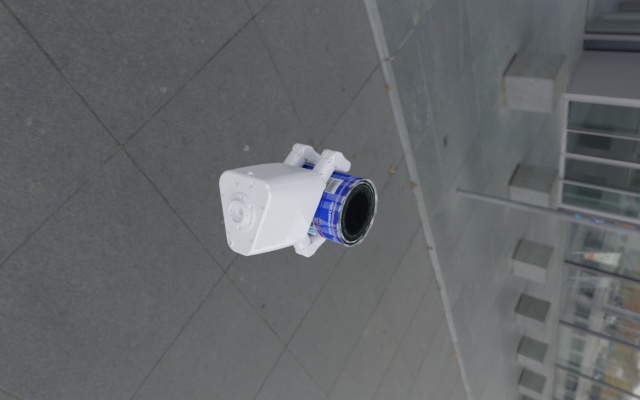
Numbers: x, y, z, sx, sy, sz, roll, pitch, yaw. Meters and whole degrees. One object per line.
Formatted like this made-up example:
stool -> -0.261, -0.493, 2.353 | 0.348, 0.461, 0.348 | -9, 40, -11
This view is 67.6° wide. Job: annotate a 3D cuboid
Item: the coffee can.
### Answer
coffee can -> 0.000, 0.002, 0.724 | 0.140, 0.103, 0.103 | 16, 9, 34
